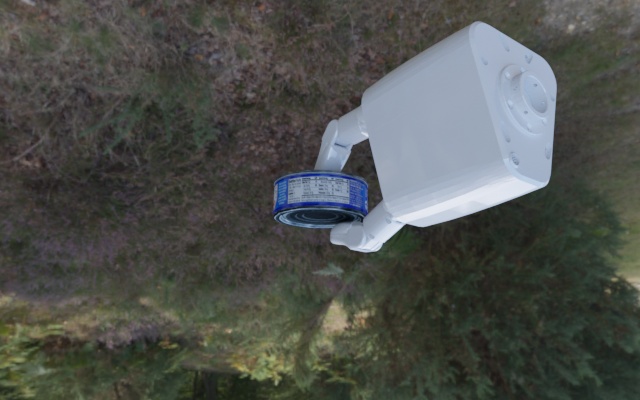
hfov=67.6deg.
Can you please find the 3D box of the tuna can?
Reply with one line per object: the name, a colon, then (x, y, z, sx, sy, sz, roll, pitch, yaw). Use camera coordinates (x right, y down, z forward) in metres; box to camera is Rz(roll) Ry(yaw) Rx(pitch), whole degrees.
tuna can: (0.000, 0.002, 0.431, 0.086, 0.033, 0.086, 1, -15, 0)
